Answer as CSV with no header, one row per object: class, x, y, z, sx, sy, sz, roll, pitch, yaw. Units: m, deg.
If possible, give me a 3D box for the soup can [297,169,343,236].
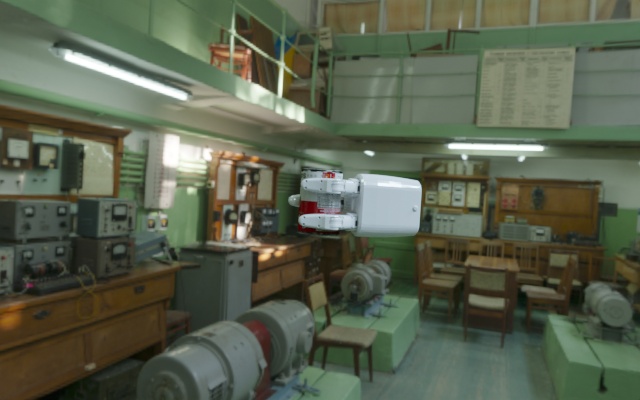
soup can,0.000,0.002,0.761,0.068,0.102,0.068,4,2,0
